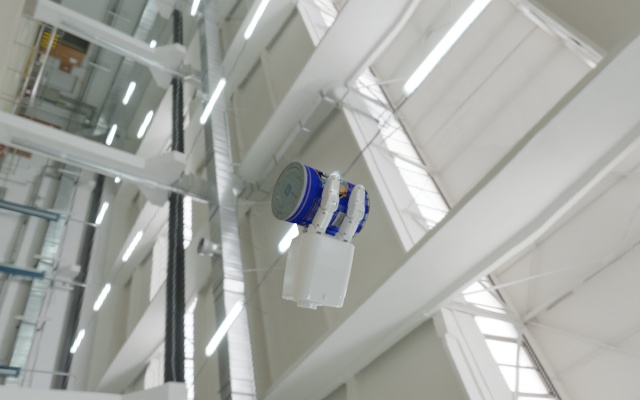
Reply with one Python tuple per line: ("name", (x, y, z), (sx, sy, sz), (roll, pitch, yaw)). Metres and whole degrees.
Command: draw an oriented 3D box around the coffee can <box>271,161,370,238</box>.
("coffee can", (0.000, 0.003, 0.834), (0.140, 0.103, 0.103), (19, -10, -31))
